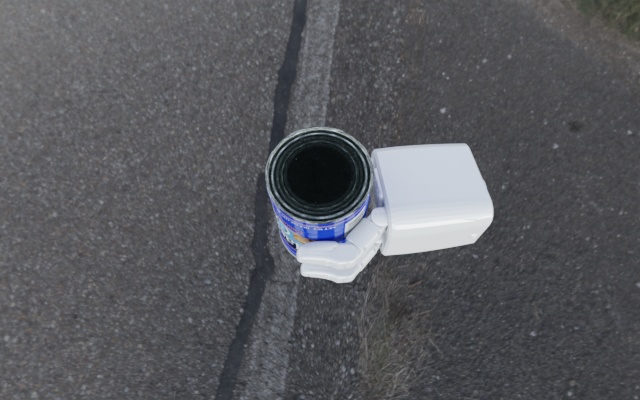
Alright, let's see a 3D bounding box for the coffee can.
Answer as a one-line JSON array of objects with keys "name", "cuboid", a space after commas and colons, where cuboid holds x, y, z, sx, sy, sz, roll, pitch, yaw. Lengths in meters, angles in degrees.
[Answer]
[{"name": "coffee can", "cuboid": [0.000, 0.002, 0.510, 0.103, 0.102, 0.140, 0, -23, 1]}]
